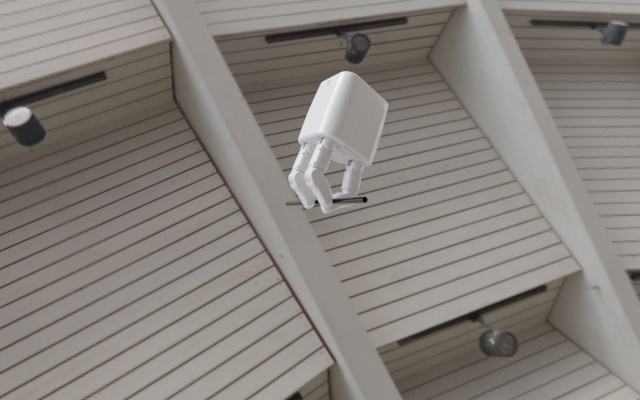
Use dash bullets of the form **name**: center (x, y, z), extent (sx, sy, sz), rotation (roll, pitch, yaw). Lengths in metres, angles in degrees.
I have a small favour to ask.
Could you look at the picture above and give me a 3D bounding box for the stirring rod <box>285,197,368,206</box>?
- **stirring rod**: center (0.000, 0.002, 0.716), extent (0.011, 0.011, 0.239), rotation (0, -2, -28)
